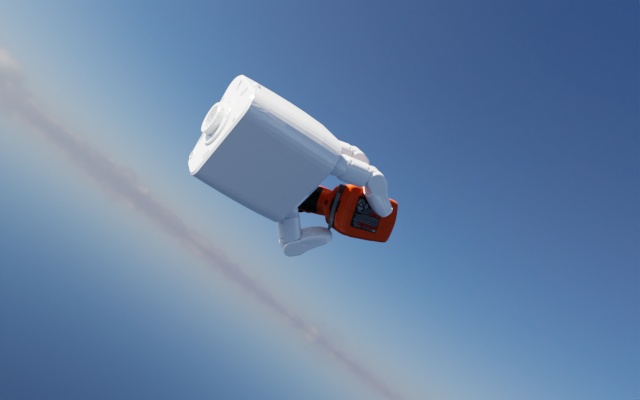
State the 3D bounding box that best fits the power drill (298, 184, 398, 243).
[{"bbox_3d":[0.000,0.002,0.606,0.187,0.057,0.184,15,0,41],"label":"power drill"}]
